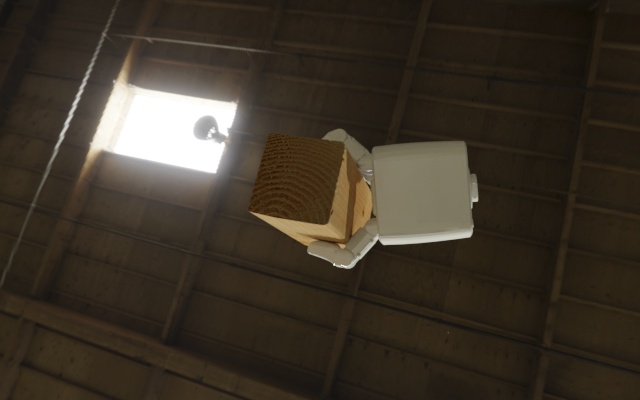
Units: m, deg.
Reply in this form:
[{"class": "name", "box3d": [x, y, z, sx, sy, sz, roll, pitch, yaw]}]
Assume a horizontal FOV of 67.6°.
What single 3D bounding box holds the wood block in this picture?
[{"class": "wood block", "box3d": [0.000, 0.002, 0.584, 0.090, 0.091, 0.206, 9, -12, 17]}]
